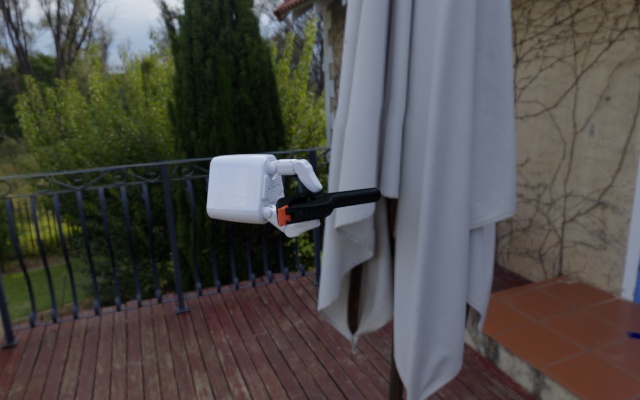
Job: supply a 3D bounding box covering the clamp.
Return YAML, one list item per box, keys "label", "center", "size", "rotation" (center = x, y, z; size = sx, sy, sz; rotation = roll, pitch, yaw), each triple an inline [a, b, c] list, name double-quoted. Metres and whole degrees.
- label: "clamp"
  center: [0.000, 0.002, 0.784]
  size: [0.164, 0.036, 0.210]
  rotation: [3, 14, 21]
